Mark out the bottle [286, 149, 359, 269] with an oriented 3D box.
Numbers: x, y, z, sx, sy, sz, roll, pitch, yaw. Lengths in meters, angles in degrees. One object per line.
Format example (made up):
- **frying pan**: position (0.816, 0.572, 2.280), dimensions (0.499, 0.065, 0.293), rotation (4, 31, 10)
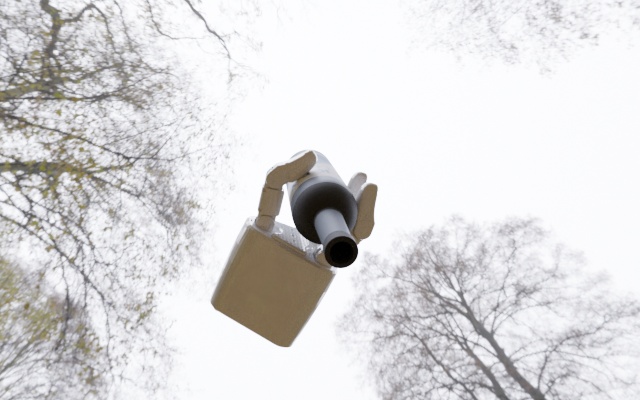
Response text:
- **bottle**: position (0.000, 0.002, 0.513), dimensions (0.069, 0.069, 0.295), rotation (0, 15, -7)
